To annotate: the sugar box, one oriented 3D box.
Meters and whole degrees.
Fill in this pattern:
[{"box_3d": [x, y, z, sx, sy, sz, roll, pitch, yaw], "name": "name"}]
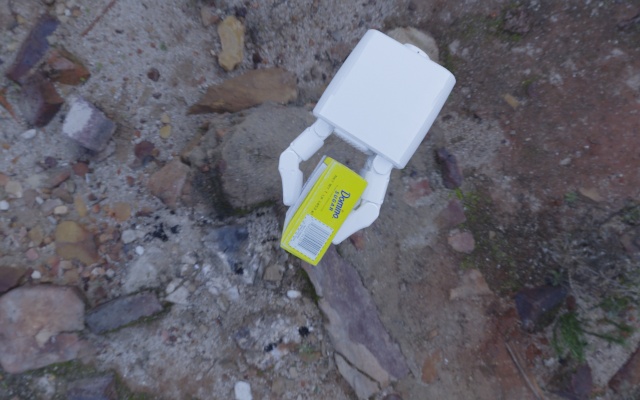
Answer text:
[{"box_3d": [0.001, 0.002, 0.511, 0.048, 0.093, 0.176, 33, 5, -3], "name": "sugar box"}]
